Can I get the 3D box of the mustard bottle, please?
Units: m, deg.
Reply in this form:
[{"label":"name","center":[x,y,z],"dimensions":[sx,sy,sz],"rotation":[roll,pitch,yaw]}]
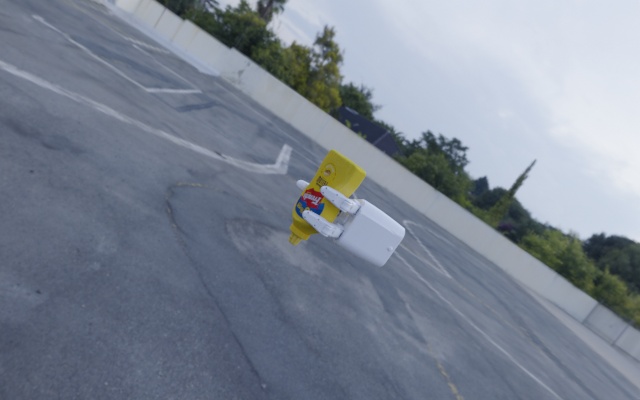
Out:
[{"label":"mustard bottle","center":[0.000,0.003,0.897],"dimensions":[0.058,0.191,0.096],"rotation":[28,10,-41]}]
